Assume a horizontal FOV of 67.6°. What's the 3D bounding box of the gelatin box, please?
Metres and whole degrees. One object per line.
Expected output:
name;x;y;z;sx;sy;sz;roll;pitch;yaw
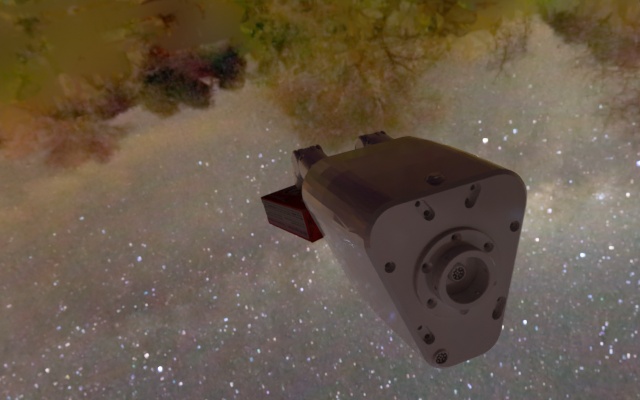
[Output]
gelatin box;0.000;0.002;0.410;0.073;0.030;0.089;-22;17;-24
